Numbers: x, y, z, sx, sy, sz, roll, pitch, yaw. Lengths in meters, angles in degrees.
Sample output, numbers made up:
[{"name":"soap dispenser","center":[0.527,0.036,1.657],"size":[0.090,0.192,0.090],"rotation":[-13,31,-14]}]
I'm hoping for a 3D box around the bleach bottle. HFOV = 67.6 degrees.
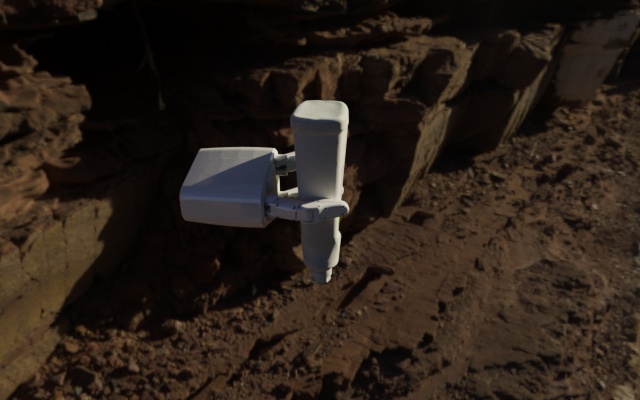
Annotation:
[{"name":"bleach bottle","center":[0.000,0.002,0.631],"size":[0.068,0.251,0.102],"rotation":[3,25,5]}]
